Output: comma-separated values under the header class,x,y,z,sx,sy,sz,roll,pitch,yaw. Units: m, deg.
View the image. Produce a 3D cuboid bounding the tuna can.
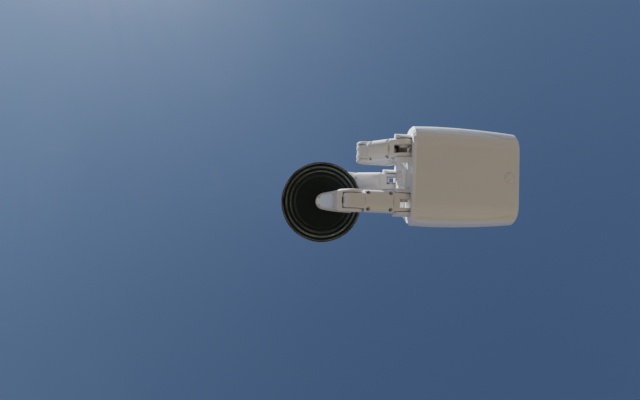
class,x,y,z,sx,sy,sz,roll,pitch,yaw
tuna can,0.000,0.002,0.525,0.086,0.086,0.034,0,0,-4
